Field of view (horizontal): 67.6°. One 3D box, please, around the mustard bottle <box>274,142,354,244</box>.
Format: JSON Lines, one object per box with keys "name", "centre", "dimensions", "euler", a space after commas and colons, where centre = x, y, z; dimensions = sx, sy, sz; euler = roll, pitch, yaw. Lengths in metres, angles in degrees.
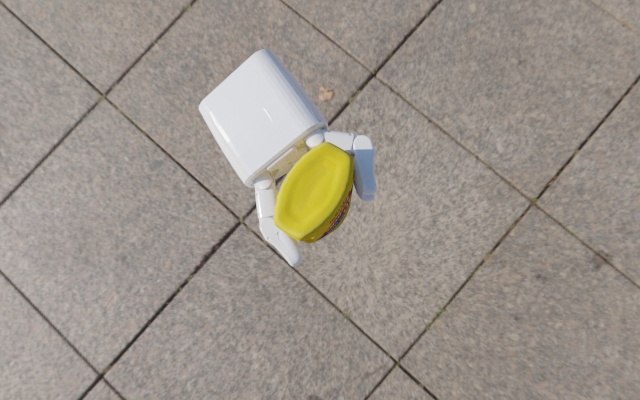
{"name": "mustard bottle", "centre": [0.000, 0.002, 0.532], "dimensions": [0.058, 0.096, 0.191], "euler": [30, -4, 7]}
